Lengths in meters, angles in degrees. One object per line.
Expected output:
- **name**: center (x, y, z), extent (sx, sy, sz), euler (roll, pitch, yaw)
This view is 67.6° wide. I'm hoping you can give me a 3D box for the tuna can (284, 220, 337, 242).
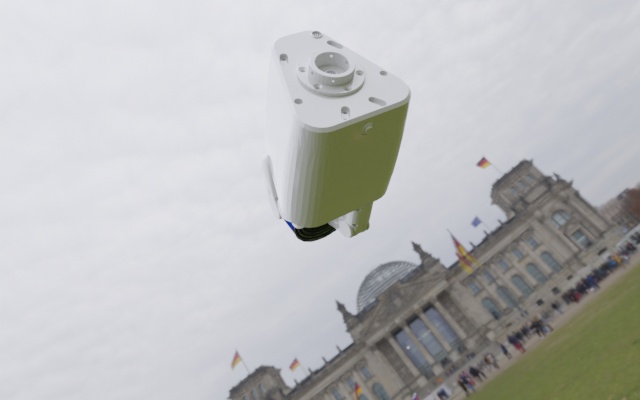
- **tuna can**: center (0.000, 0.001, 0.505), extent (0.086, 0.086, 0.033), euler (0, 41, -49)
